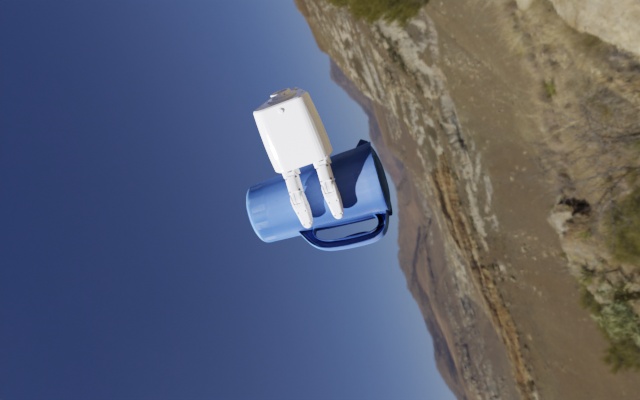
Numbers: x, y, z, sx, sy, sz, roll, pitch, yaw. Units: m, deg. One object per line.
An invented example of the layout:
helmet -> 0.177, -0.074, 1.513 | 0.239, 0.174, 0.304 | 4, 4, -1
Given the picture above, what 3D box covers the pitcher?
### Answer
pitcher -> 0.000, 0.003, 0.838 | 0.243, 0.145, 0.149 | -17, 22, 12
